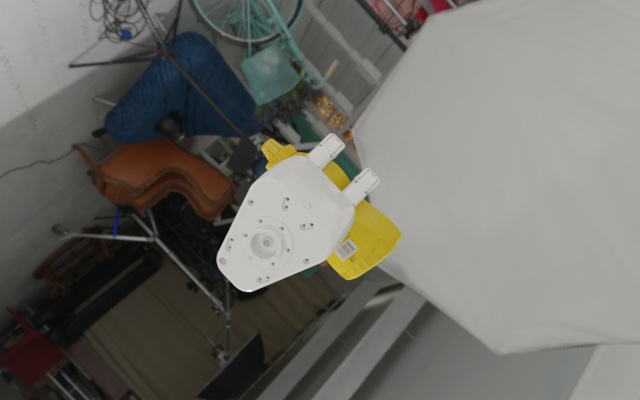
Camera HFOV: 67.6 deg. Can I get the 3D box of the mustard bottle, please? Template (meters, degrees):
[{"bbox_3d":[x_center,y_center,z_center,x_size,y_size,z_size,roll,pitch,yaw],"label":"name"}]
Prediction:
[{"bbox_3d":[0.000,0.002,0.571,0.096,0.191,0.058,-42,2,43],"label":"mustard bottle"}]
